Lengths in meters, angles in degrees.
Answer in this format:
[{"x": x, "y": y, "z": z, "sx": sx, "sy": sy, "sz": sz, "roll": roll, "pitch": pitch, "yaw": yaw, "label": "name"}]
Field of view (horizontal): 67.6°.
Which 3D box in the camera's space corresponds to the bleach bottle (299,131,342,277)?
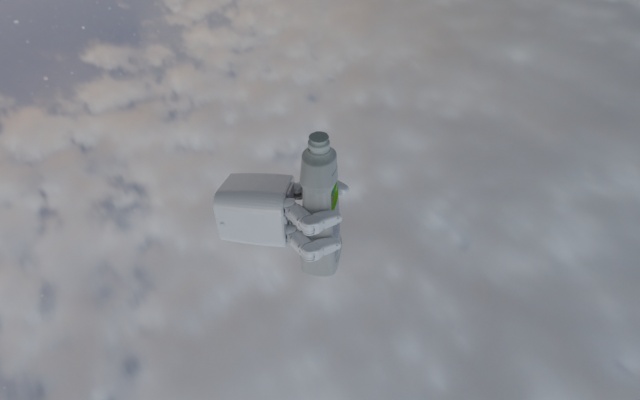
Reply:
[{"x": 0.000, "y": 0.003, "z": 0.740, "sx": 0.068, "sy": 0.251, "sz": 0.102, "roll": 5, "pitch": 41, "yaw": 6, "label": "bleach bottle"}]
